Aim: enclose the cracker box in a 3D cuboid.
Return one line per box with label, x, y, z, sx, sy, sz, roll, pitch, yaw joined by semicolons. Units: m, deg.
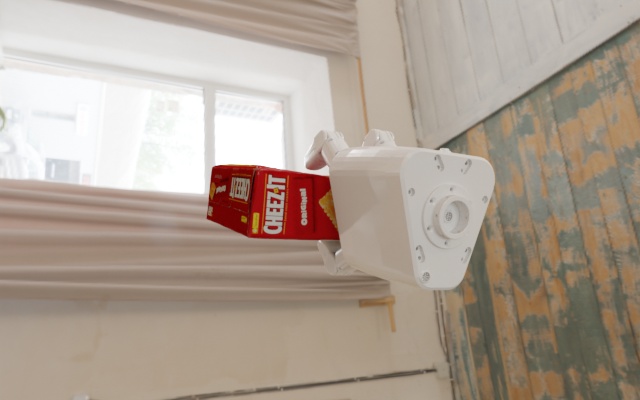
cracker box;0.000;0.002;0.527;0.214;0.072;0.164;5;1;-26
